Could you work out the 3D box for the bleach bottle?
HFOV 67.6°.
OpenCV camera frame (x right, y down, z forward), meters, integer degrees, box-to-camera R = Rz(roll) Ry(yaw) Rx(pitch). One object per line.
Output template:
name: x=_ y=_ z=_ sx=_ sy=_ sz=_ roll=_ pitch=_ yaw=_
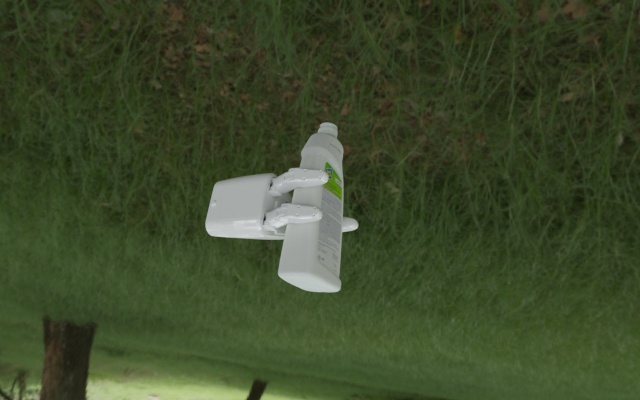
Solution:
bleach bottle: x=0.000 y=0.002 z=0.715 sx=0.068 sy=0.250 sz=0.103 roll=-4 pitch=-25 yaw=29
